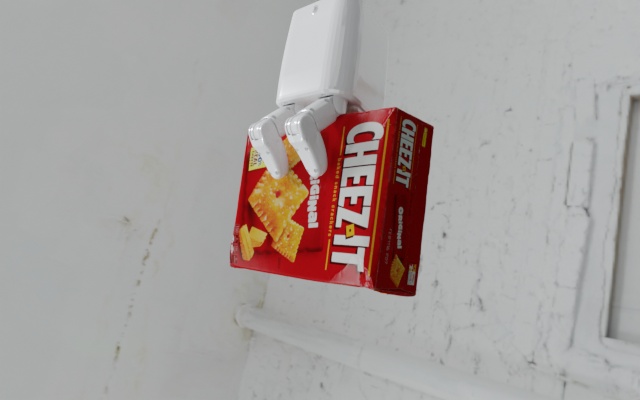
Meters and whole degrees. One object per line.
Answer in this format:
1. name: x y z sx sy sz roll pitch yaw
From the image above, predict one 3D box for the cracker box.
1. cracker box: 0.000 0.002 0.496 0.213 0.164 0.072 0 -10 45
